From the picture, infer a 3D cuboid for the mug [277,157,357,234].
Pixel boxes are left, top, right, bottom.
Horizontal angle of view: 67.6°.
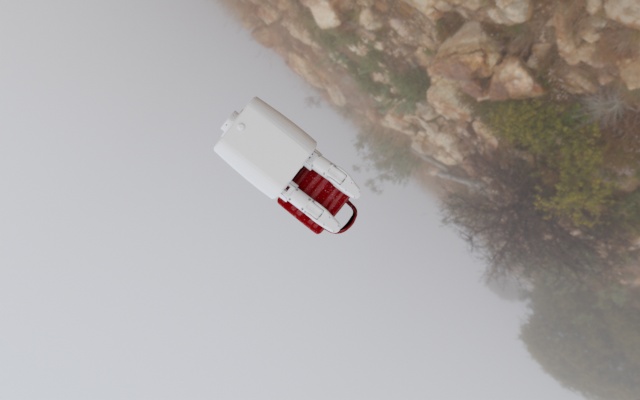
[{"bbox_3d":[0.001,0.003,0.700,0.117,0.081,0.093,39,-3,-11],"label":"mug"}]
